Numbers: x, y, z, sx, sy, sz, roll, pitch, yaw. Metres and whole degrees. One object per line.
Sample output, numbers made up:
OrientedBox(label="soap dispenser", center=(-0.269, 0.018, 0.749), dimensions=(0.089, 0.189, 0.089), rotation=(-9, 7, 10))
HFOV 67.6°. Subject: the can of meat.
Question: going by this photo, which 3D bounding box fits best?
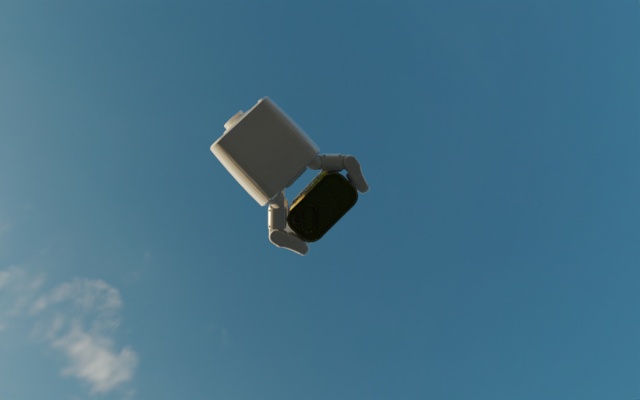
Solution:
OrientedBox(label="can of meat", center=(0.000, 0.002, 0.685), dimensions=(0.057, 0.102, 0.084), rotation=(44, 5, -10))
